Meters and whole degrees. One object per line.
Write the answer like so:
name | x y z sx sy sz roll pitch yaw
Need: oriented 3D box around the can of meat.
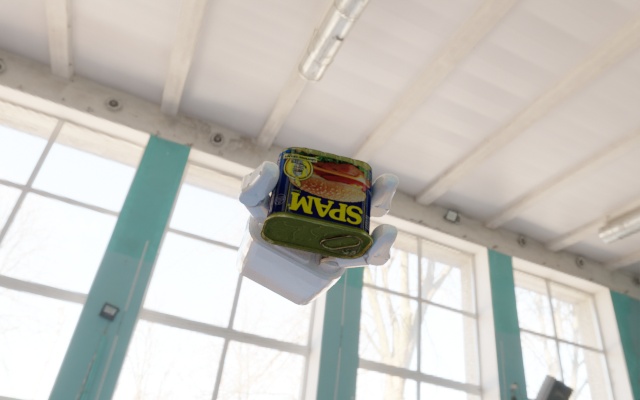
can of meat | 0.000 0.001 0.462 0.102 0.084 0.057 13 -33 -10
